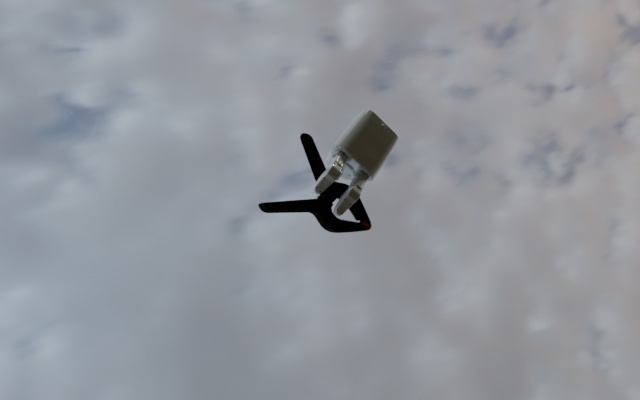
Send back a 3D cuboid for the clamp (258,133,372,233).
[{"bbox_3d":[0.000,0.003,0.870,0.210,0.164,0.036,41,-18,-14],"label":"clamp"}]
